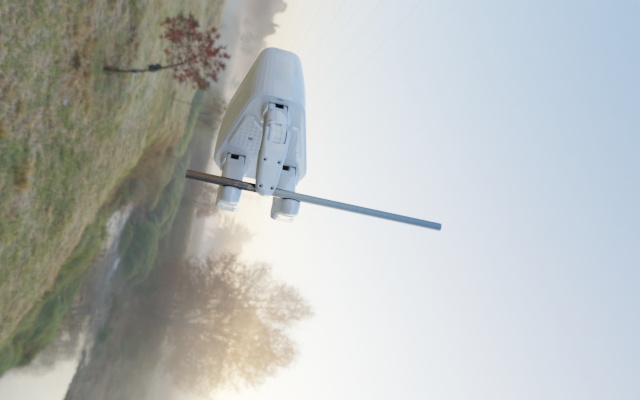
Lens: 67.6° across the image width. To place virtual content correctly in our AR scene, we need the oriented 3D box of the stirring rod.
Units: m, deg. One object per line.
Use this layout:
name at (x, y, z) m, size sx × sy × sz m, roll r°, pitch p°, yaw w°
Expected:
stirring rod at (0.000, 0.001, 0.434) m, size 0.239 × 0.011 × 0.011 m, roll 12°, pitch -3°, yaw -13°
